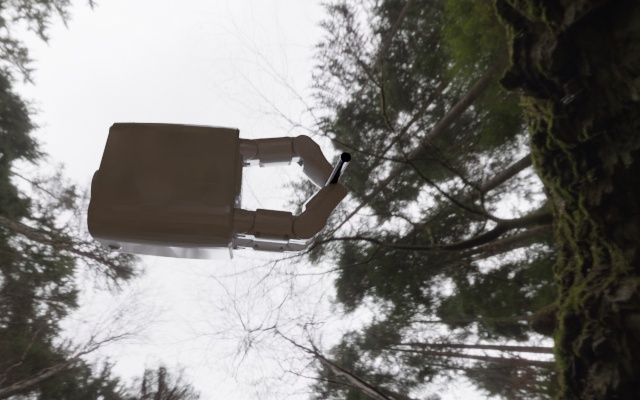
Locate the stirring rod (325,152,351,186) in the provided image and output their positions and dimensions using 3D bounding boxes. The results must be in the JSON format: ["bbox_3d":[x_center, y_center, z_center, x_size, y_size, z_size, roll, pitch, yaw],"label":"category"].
[{"bbox_3d":[0.000,0.001,0.456,0.011,0.011,0.239,0,-16,-9],"label":"stirring rod"}]
